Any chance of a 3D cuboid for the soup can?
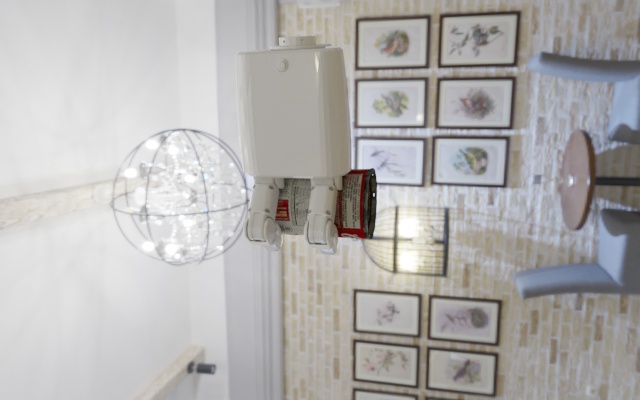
[{"bbox_3d":[0.000,0.002,0.462,0.102,0.068,0.068,2,0,14],"label":"soup can"}]
